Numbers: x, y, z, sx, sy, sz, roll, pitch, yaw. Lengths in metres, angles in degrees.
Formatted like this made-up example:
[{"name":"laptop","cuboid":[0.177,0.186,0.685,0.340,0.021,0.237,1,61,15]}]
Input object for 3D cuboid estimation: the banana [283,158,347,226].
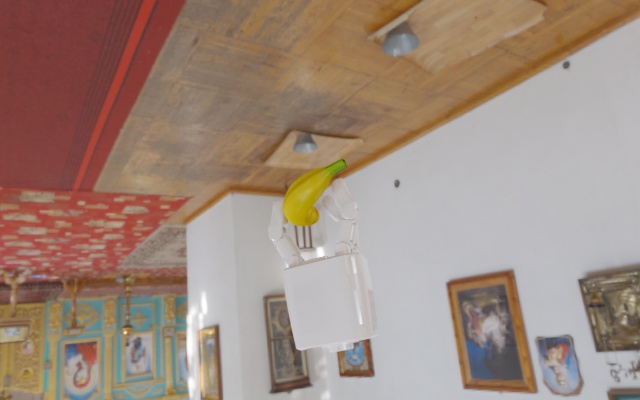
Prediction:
[{"name":"banana","cuboid":[-0.017,0.004,0.627,0.069,0.037,0.198,-10,-17,-15]}]
